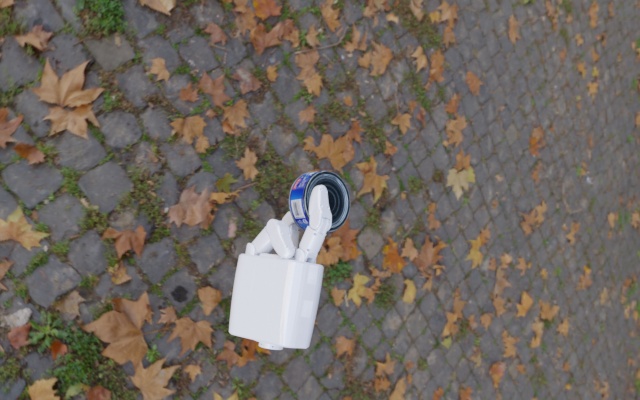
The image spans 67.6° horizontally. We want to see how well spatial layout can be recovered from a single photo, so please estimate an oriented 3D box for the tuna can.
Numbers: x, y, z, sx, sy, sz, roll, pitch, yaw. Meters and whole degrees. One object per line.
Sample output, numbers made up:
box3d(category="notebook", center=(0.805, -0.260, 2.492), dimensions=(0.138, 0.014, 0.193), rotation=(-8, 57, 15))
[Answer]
box3d(category="tuna can", center=(0.000, 0.002, 0.653), dimensions=(0.086, 0.086, 0.034), rotation=(0, -5, -41))
